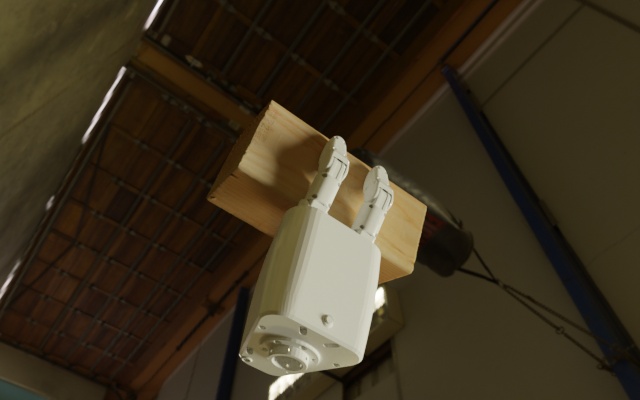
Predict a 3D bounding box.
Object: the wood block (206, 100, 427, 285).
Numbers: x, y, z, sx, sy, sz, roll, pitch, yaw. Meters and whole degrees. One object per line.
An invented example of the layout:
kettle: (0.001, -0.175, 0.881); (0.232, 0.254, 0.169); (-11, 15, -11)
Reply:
wood block: (0.000, 0.002, 0.507); (0.206, 0.090, 0.091); (33, -35, -19)
